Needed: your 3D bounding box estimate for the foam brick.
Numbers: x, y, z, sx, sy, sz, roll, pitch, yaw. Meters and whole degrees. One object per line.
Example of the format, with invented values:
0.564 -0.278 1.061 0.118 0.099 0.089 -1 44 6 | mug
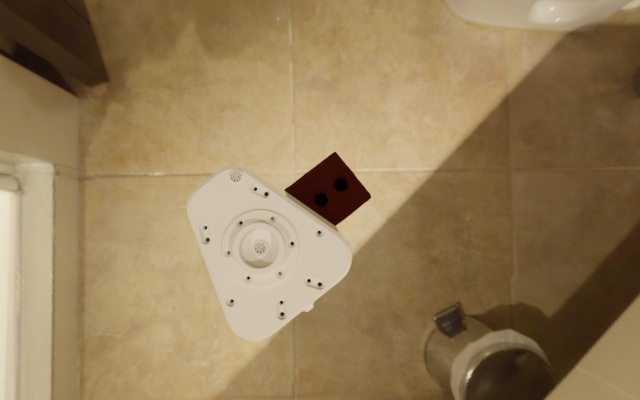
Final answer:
0.000 0.001 0.436 0.078 0.053 0.051 -38 -5 -3 | foam brick
